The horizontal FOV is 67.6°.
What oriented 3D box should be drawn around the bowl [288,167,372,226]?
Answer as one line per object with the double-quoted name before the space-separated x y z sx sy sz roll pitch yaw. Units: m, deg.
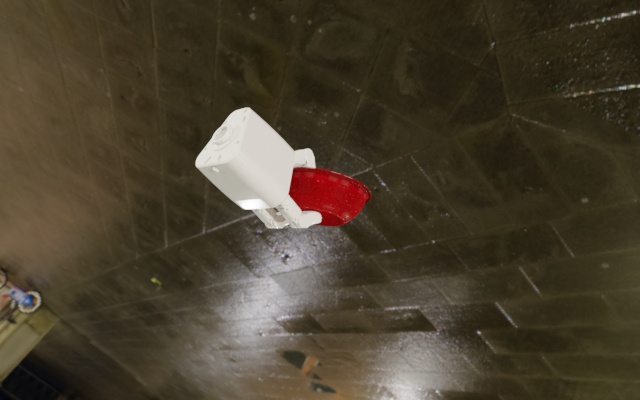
"bowl" 0.001 0.003 0.788 0.162 0.055 0.162 11 -18 4
